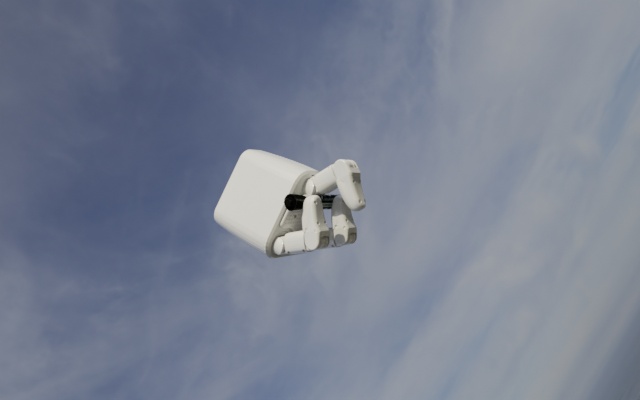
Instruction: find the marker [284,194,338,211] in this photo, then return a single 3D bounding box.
[{"bbox_3d":[0.000,0.002,0.565,0.020,0.020,0.121,0,0,38],"label":"marker"}]
